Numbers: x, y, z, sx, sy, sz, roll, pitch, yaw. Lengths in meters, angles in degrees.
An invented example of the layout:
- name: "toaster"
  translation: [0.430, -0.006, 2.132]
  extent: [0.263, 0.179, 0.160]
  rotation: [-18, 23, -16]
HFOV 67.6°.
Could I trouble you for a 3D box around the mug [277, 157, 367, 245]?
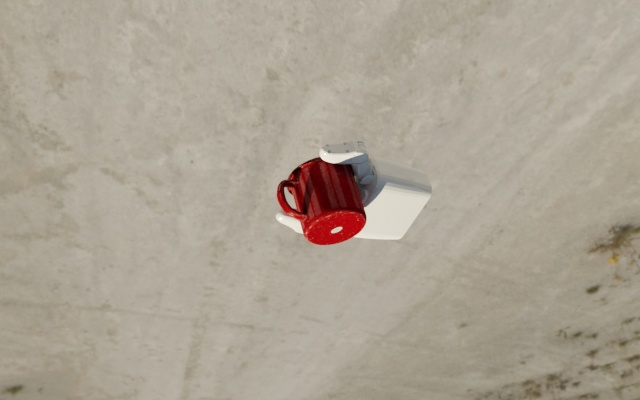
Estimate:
- name: "mug"
  translation: [-0.001, 0.002, 0.598]
  extent: [0.117, 0.081, 0.093]
  rotation: [8, -40, -33]
